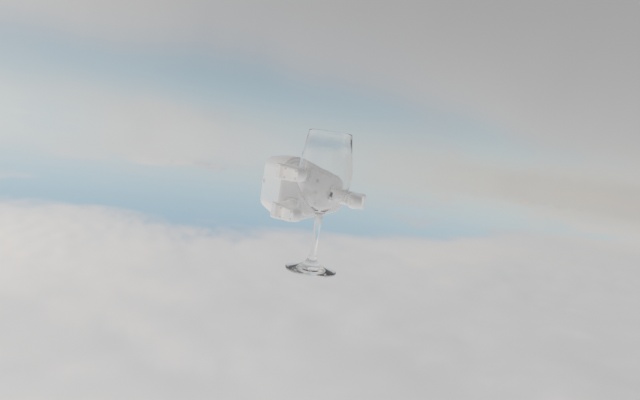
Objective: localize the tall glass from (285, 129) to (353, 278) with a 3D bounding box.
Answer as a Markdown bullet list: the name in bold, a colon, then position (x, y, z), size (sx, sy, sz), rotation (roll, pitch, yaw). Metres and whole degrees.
- **tall glass**: position (0.000, 0.003, 0.680), size (0.079, 0.201, 0.079), rotation (9, 5, -1)
